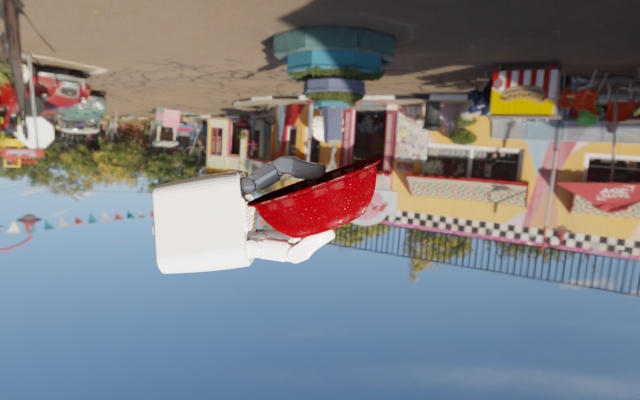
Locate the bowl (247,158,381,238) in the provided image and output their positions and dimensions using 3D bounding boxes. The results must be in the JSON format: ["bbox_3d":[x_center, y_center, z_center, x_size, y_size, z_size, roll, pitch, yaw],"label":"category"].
[{"bbox_3d":[0.001,0.002,0.550,0.162,0.055,0.162,-19,6,2],"label":"bowl"}]
